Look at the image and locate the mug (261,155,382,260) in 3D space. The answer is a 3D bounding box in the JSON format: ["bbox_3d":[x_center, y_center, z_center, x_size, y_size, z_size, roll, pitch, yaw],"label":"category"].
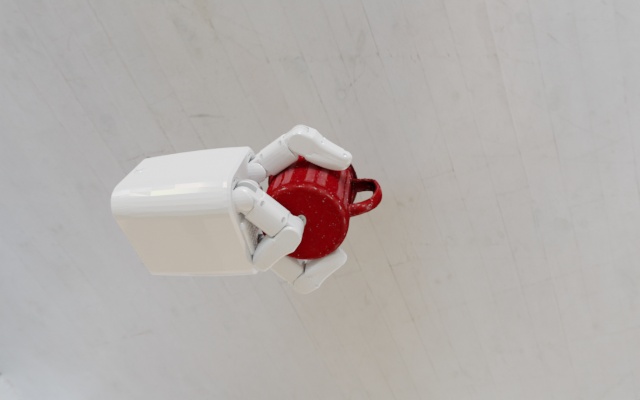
[{"bbox_3d":[0.001,0.002,0.453,0.117,0.093,0.081,-4,28,9],"label":"mug"}]
